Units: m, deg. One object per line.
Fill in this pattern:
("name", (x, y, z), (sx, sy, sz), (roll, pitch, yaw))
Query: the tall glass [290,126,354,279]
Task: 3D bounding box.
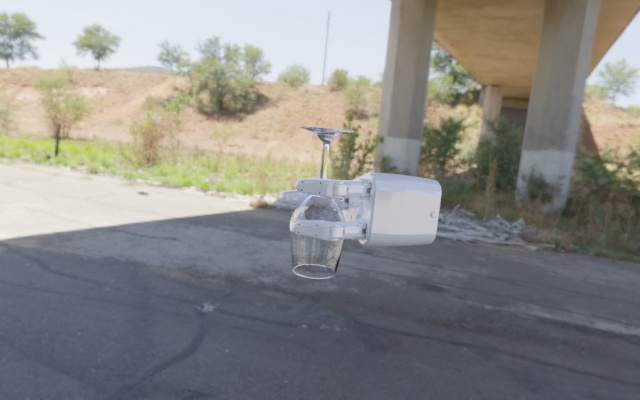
("tall glass", (0.000, 0.001, 0.654), (0.079, 0.201, 0.079), (5, 8, -1))
